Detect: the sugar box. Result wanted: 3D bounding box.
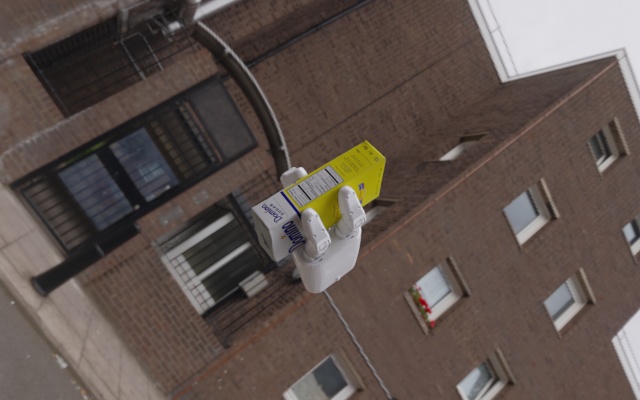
[{"bbox_3d":[0.001,0.002,0.613,0.176,0.048,0.093,-35,-26,-18],"label":"sugar box"}]
